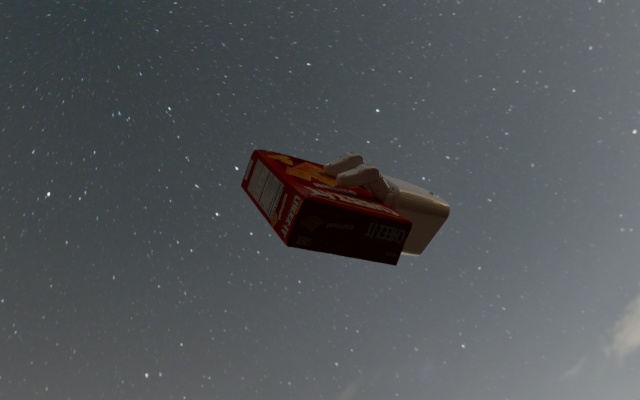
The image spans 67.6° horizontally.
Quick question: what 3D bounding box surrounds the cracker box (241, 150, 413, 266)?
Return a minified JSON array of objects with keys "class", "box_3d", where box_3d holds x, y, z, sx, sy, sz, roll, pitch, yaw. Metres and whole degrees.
[{"class":"cracker box","box_3d":[0.000,0.002,0.665,0.164,0.072,0.213,13,15,-28]}]
